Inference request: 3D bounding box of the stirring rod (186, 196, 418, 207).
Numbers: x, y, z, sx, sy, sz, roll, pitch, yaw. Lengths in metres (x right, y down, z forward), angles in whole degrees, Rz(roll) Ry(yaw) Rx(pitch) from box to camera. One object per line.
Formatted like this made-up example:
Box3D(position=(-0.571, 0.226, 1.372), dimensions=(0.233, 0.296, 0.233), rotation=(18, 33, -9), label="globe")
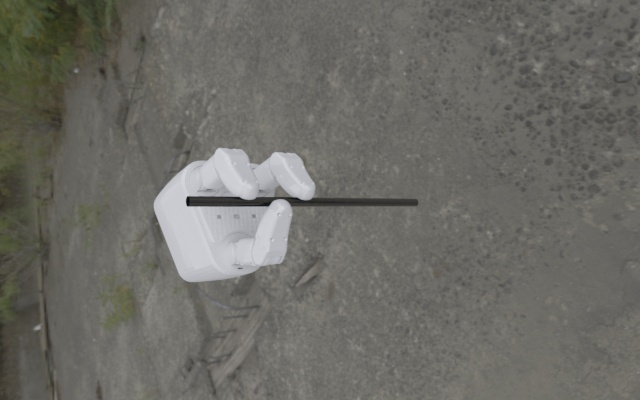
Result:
Box3D(position=(0.000, 0.001, 0.421), dimensions=(0.239, 0.011, 0.011), rotation=(0, 0, -36), label="stirring rod")
